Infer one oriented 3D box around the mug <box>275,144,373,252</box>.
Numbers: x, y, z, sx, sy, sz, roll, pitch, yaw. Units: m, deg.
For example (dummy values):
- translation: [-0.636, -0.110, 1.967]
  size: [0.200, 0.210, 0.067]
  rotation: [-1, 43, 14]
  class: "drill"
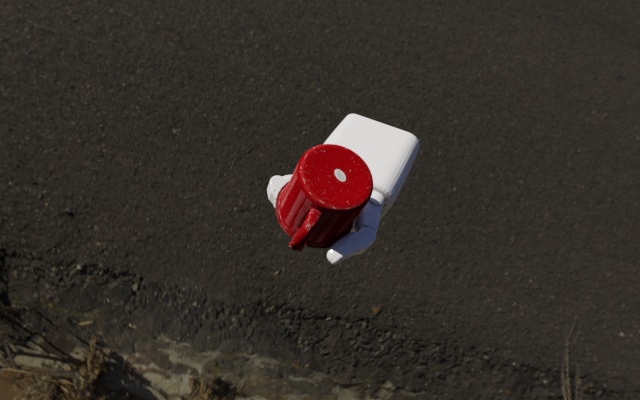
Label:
- translation: [-0.001, 0.003, 0.502]
  size: [0.093, 0.117, 0.081]
  rotation: [33, -33, 0]
  class: "mug"
